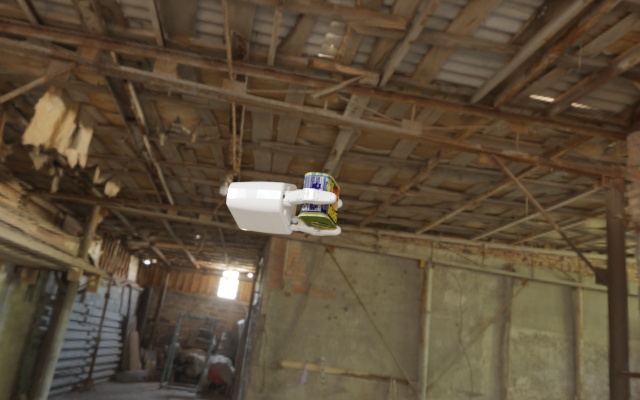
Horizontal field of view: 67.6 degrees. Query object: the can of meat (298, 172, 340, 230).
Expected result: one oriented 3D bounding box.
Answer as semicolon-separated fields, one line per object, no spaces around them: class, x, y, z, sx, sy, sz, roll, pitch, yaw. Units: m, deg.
can of meat;0.000;0.003;0.894;0.057;0.084;0.102;2;-17;15
